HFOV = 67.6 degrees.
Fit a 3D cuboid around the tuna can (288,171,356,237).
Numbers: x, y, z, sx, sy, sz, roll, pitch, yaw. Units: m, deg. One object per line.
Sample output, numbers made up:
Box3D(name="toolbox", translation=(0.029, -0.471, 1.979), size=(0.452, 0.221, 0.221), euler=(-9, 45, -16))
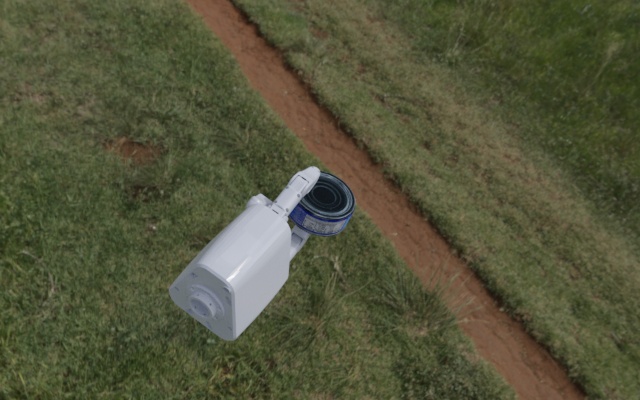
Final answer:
Box3D(name="tuna can", translation=(0.000, 0.002, 0.602), size=(0.086, 0.086, 0.034), euler=(0, -42, -26))
